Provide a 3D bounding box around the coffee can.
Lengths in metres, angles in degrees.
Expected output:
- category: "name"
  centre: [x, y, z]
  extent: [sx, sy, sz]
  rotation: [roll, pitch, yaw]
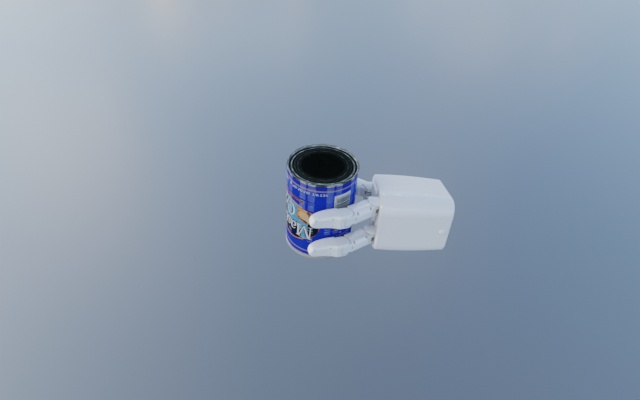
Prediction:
- category: "coffee can"
  centre: [0.000, 0.002, 0.710]
  extent: [0.103, 0.140, 0.102]
  rotation: [2, 39, -2]
